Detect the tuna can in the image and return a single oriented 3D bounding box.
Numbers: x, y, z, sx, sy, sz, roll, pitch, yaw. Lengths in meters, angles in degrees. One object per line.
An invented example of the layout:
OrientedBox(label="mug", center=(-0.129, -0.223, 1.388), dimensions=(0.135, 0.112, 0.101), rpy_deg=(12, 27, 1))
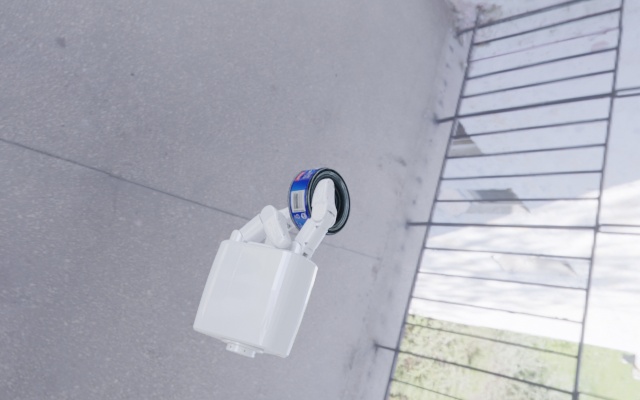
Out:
OrientedBox(label="tuna can", center=(0.001, 0.002, 0.597), dimensions=(0.034, 0.086, 0.086), rpy_deg=(-6, -4, 40))
